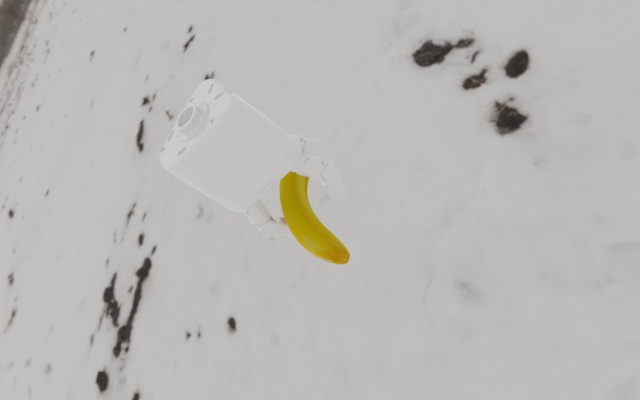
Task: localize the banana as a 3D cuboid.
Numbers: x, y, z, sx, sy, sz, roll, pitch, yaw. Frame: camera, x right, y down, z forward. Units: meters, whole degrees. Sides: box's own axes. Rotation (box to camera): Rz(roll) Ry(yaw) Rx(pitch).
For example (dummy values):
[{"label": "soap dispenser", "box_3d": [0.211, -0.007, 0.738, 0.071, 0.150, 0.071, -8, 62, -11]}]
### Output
[{"label": "banana", "box_3d": [-0.017, 0.008, 0.604, 0.069, 0.197, 0.037, -27, -43, 14]}]
